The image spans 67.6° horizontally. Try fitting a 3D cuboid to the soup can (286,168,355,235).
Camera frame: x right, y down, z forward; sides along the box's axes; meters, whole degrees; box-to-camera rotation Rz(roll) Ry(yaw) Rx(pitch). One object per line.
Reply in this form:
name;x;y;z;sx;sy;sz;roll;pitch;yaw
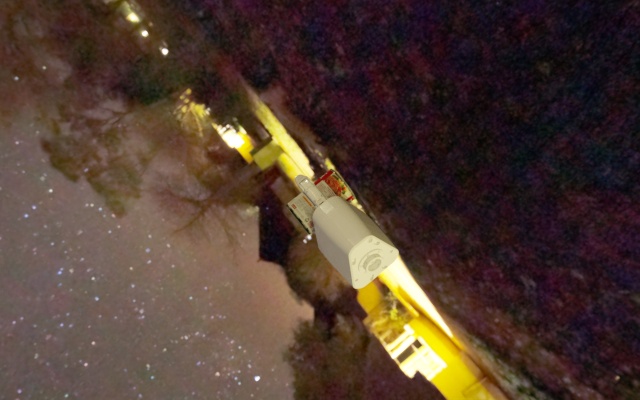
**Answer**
soup can;0.000;0.003;0.823;0.102;0.068;0.068;-39;3;-4
